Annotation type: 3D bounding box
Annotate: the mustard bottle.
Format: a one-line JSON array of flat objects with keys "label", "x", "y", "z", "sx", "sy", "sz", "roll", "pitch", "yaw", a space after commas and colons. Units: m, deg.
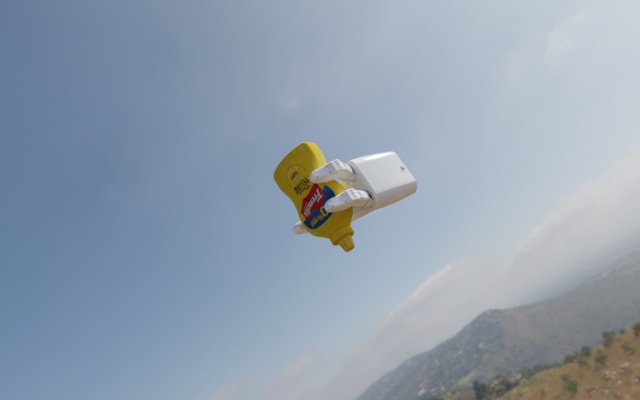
[{"label": "mustard bottle", "x": 0.000, "y": 0.002, "z": 0.794, "sx": 0.096, "sy": 0.191, "sz": 0.058, "roll": -43, "pitch": -23, "yaw": 26}]
